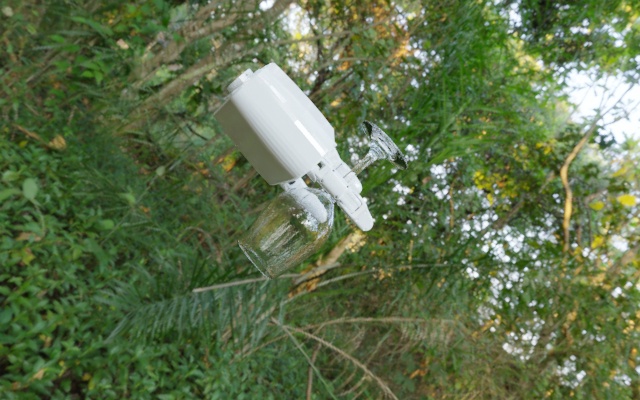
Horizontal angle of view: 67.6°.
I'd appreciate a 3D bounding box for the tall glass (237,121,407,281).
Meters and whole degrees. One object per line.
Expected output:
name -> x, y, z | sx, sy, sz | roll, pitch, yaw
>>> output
tall glass -> 0.001, 0.001, 0.546 | 0.201, 0.079, 0.079 | -42, 3, -4
